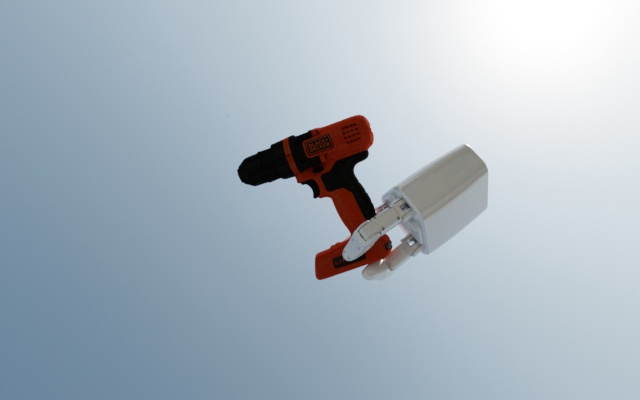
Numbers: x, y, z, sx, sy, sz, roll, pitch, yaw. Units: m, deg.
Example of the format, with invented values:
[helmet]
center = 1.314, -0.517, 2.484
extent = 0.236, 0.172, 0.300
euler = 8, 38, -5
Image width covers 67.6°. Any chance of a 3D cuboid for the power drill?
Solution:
[power drill]
center = 0.001, 0.002, 0.615
extent = 0.184, 0.187, 0.057
euler = -19, 1, 12
